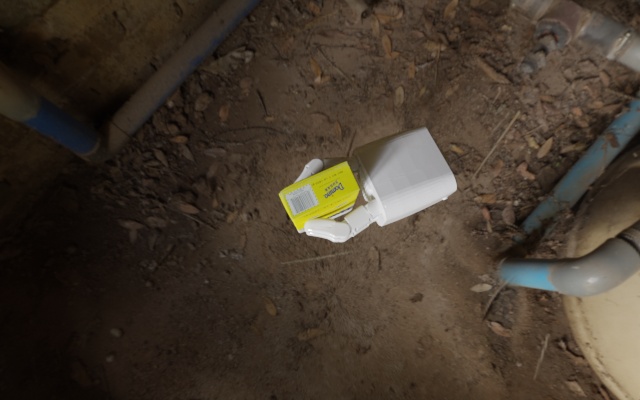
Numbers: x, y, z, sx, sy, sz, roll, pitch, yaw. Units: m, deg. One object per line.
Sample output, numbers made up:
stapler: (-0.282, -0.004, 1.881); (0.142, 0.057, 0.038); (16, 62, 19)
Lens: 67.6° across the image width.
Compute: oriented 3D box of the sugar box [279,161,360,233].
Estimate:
sugar box: (0.000, 0.003, 0.656); (0.093, 0.048, 0.176); (-24, -11, -2)
